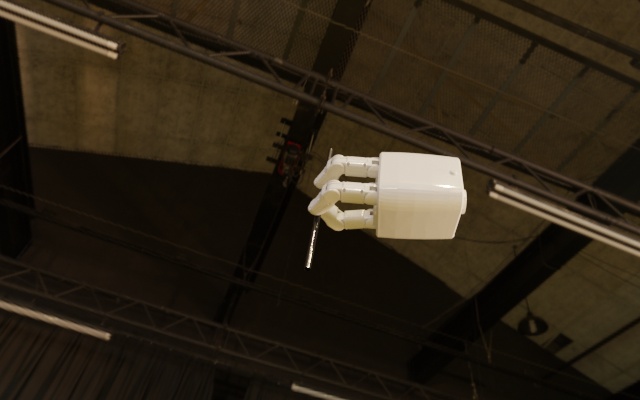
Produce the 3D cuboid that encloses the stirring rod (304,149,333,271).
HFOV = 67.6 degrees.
[{"bbox_3d":[0.000,0.002,0.659,0.011,0.011,0.239,0,42,10],"label":"stirring rod"}]
